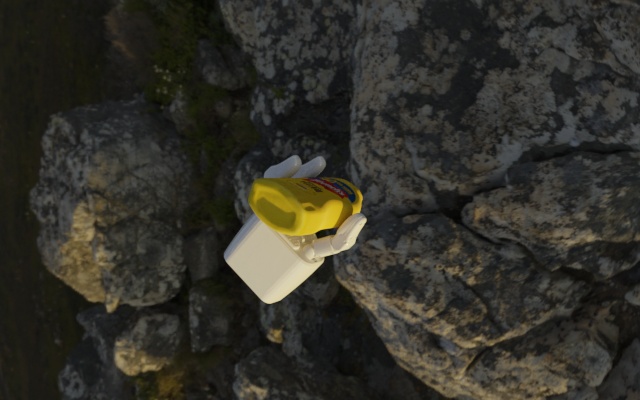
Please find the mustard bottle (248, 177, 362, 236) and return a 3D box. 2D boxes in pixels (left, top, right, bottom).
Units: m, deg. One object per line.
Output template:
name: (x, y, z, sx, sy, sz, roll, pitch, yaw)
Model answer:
mustard bottle: (0.000, 0.002, 0.648, 0.096, 0.058, 0.191, 30, 20, 31)
